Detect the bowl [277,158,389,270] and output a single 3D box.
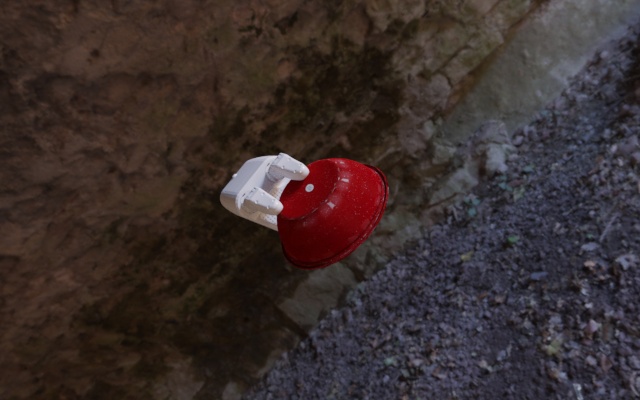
[{"bbox_3d":[0.001,0.002,0.582,0.162,0.162,0.055,0,-37,46],"label":"bowl"}]
